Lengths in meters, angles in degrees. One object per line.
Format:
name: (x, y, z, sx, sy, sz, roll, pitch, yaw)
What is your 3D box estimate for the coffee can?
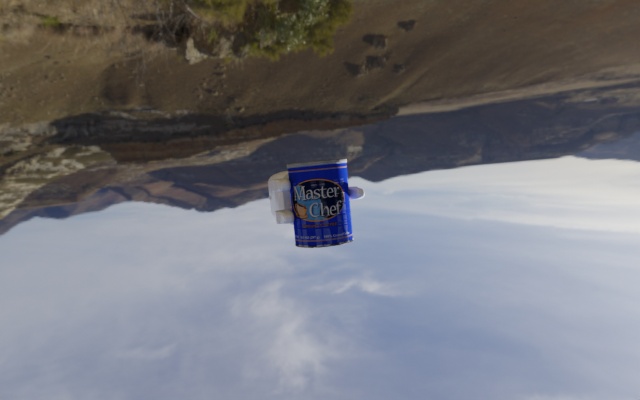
coffee can: (0.000, 0.003, 0.817, 0.103, 0.140, 0.103, -6, 4, 0)
